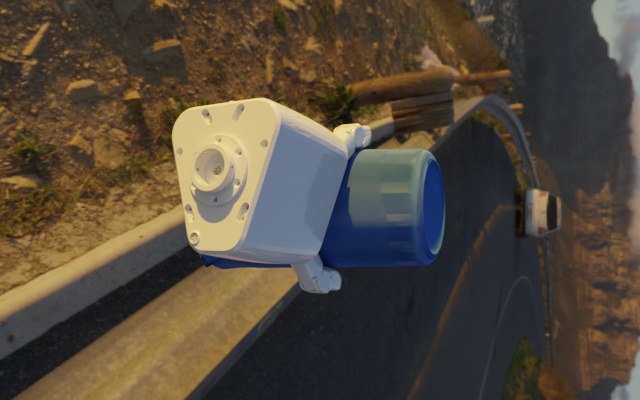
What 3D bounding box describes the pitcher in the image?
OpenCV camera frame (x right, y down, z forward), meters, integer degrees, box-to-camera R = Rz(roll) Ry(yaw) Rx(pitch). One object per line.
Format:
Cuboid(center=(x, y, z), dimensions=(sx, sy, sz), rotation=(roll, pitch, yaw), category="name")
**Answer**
Cuboid(center=(0.000, 0.002, 0.497), dimensions=(0.243, 0.149, 0.145), rotation=(-1, -9, 27), category="pitcher")
